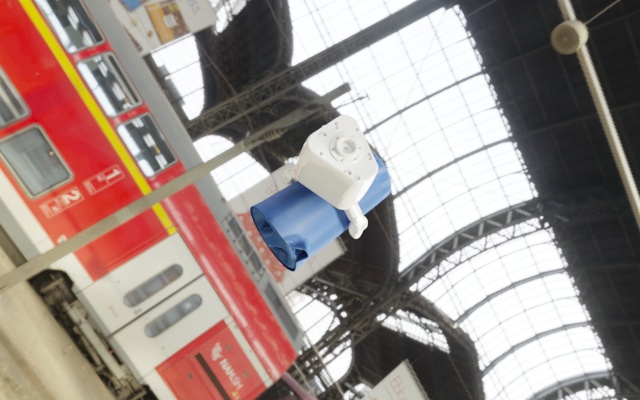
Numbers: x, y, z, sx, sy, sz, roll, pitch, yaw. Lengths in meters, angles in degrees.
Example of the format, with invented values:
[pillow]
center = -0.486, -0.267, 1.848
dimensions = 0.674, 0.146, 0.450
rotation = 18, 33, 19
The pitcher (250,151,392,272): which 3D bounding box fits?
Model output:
[pitcher]
center = 0.000, 0.003, 0.860
dimensions = 0.243, 0.149, 0.145
rotation = -34, -10, -20
